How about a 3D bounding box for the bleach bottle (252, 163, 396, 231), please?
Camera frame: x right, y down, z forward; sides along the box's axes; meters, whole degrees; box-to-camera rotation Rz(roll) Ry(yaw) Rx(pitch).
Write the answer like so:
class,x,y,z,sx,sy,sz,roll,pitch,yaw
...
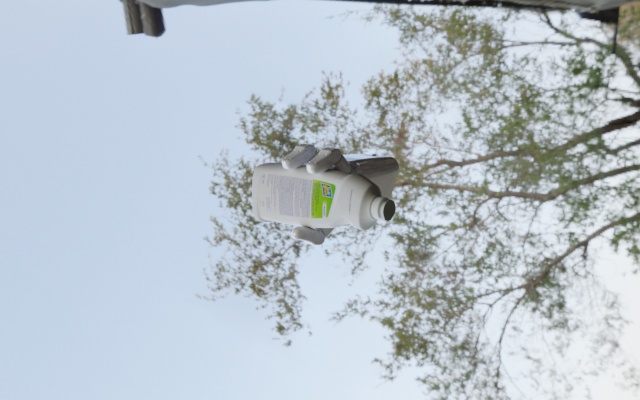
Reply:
class,x,y,z,sx,sy,sz,roll,pitch,yaw
bleach bottle,0.000,0.002,0.711,0.251,0.102,0.068,12,17,43
